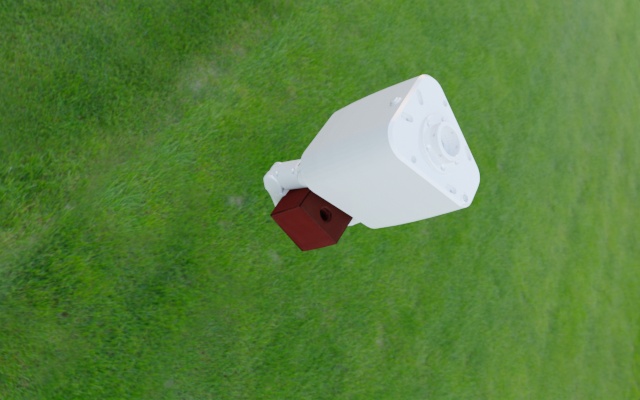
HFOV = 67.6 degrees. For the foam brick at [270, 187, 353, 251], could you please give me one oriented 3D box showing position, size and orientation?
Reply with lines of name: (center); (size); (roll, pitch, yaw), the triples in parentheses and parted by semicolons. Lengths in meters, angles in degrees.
foam brick: (0.000, 0.002, 0.462); (0.051, 0.078, 0.053); (-15, -57, 50)
